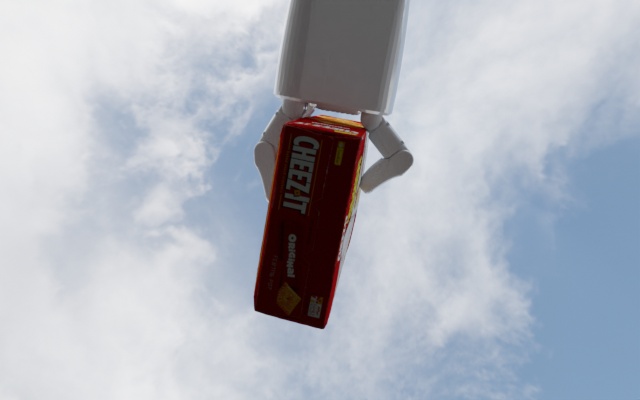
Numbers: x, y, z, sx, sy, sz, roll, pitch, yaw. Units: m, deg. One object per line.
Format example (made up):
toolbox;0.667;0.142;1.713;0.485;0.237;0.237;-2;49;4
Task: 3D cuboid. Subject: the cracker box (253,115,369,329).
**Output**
cracker box;0.000;0.002;0.480;0.072;0.164;0.213;11;13;6
